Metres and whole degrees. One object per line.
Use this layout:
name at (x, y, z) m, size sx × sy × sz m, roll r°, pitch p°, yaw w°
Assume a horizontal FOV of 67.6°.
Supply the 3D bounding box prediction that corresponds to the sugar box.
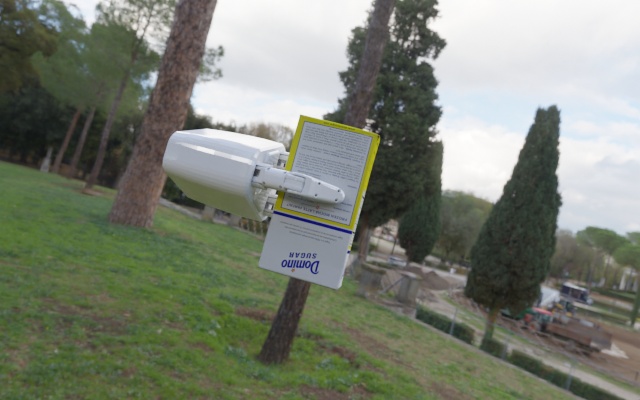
sugar box at (0.000, 0.002, 0.534) m, size 0.093 × 0.176 × 0.048 m, roll 15°, pitch -1°, yaw 9°
